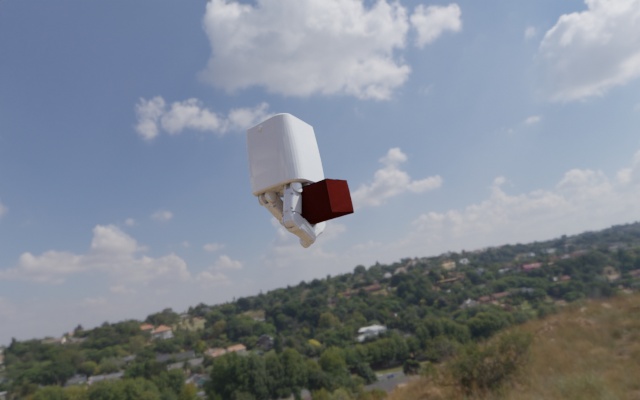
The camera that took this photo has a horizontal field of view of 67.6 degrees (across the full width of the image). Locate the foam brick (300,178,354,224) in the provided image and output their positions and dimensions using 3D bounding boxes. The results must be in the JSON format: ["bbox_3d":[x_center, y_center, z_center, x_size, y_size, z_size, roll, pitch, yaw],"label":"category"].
[{"bbox_3d":[0.000,0.002,0.705,0.078,0.051,0.053,-18,-13,38],"label":"foam brick"}]
